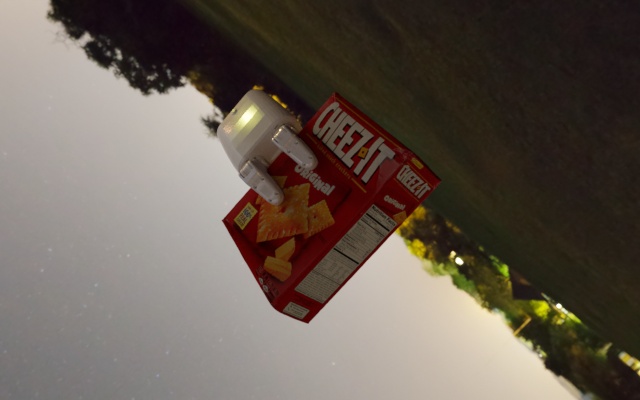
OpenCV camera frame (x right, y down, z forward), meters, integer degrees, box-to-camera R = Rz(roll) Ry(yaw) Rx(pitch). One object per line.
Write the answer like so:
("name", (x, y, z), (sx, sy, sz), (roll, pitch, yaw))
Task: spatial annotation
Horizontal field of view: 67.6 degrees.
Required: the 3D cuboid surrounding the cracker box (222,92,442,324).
("cracker box", (0.000, 0.002, 0.541), (0.072, 0.214, 0.164), (35, 10, -43))
